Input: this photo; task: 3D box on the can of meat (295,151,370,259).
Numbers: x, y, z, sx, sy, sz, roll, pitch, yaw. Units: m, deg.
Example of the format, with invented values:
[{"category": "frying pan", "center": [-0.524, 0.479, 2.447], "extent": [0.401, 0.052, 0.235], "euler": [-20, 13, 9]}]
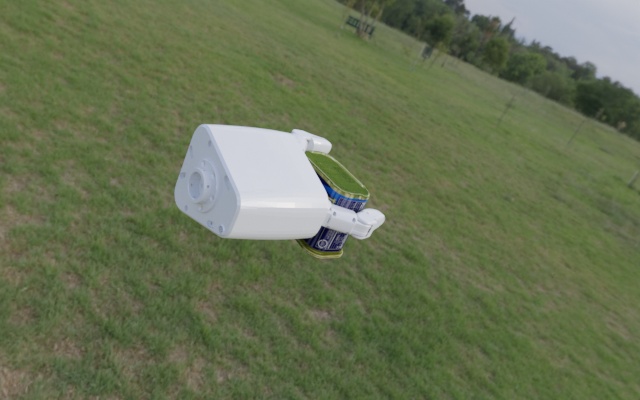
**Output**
[{"category": "can of meat", "center": [0.000, 0.002, 0.548], "extent": [0.057, 0.084, 0.102], "euler": [4, 32, -42]}]
